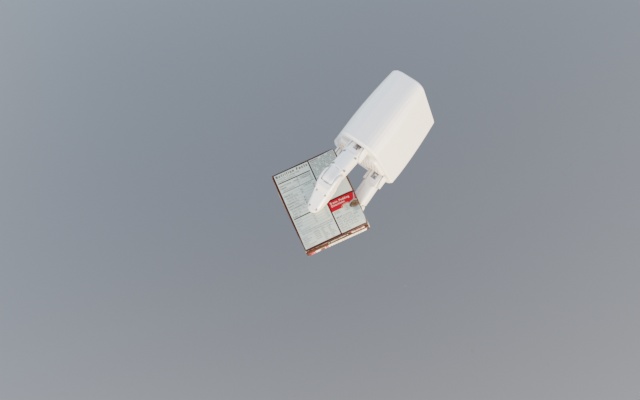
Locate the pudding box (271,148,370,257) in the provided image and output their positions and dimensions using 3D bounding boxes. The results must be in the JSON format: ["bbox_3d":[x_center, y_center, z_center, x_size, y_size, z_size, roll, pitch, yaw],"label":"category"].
[{"bbox_3d":[0.000,0.002,0.612,0.090,0.113,0.039,-25,-16,0],"label":"pudding box"}]
